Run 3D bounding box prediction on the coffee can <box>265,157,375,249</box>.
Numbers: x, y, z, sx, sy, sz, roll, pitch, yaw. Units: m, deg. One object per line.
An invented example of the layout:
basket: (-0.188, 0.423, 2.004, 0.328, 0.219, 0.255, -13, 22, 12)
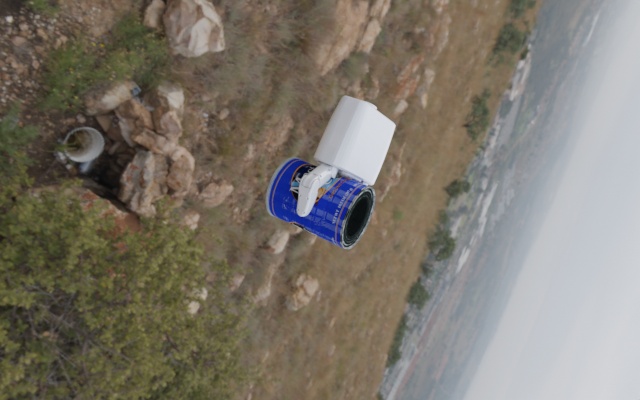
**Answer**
coffee can: (0.000, 0.003, 0.747, 0.140, 0.103, 0.103, 23, 10, 25)
